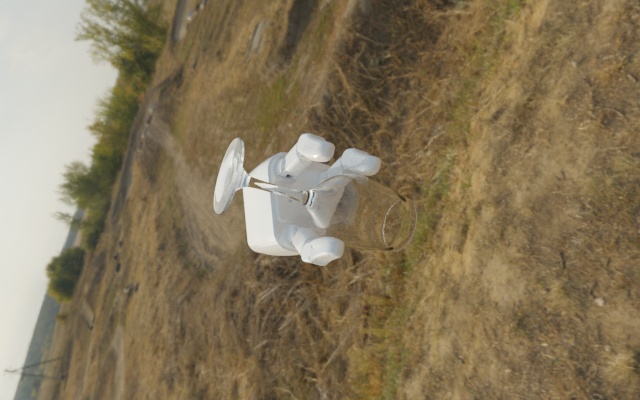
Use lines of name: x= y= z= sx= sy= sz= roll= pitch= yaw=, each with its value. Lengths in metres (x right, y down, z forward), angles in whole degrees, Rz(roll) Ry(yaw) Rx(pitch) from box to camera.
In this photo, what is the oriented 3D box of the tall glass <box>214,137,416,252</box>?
tall glass: x=0.000 y=0.001 z=0.485 sx=0.201 sy=0.079 sz=0.079 roll=16 pitch=-7 yaw=-25
